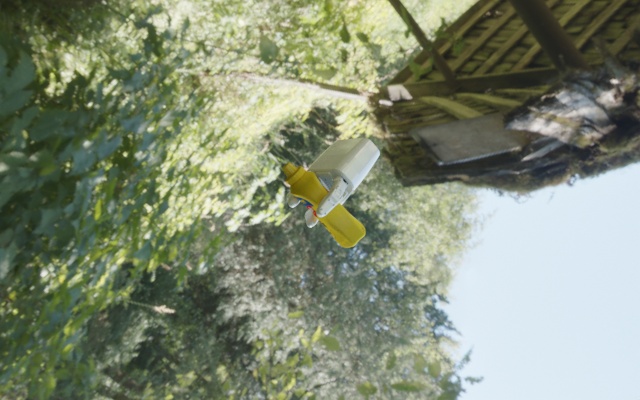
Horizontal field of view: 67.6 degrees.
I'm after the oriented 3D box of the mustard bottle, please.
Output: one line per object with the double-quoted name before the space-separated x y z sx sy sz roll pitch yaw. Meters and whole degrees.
"mustard bottle" 0.000 0.003 0.898 0.058 0.192 0.096 -44 13 -4
